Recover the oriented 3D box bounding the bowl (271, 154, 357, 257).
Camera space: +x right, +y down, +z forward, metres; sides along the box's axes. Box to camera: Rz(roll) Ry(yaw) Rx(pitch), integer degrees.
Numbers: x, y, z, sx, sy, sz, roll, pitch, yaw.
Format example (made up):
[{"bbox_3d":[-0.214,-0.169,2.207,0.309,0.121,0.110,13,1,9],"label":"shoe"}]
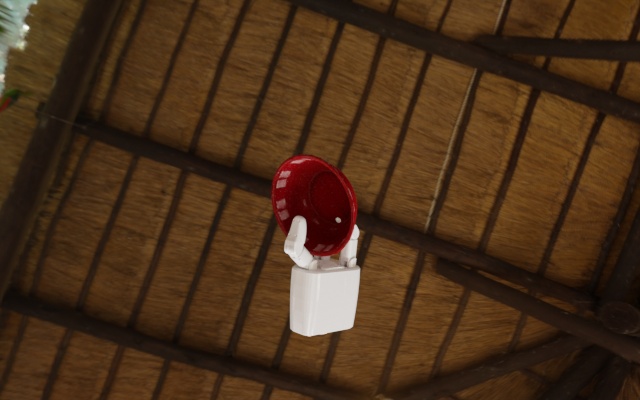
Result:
[{"bbox_3d":[0.001,0.001,0.739,0.162,0.162,0.055,0,16,39],"label":"bowl"}]
